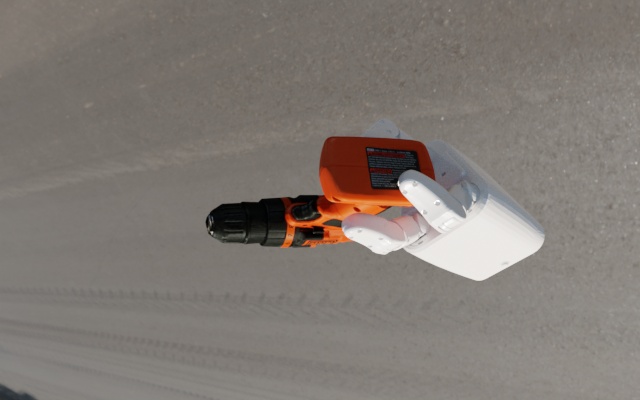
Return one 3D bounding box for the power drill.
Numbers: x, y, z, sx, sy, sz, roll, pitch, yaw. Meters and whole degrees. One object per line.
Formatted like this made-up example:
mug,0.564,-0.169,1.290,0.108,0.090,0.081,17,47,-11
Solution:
power drill,0.001,0.001,0.444,0.184,0.057,0.188,-2,-15,-25
